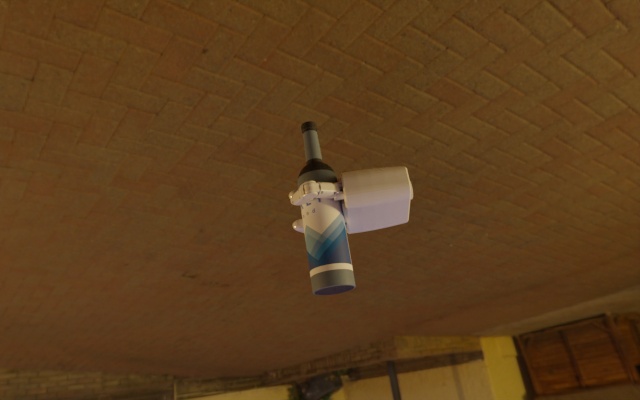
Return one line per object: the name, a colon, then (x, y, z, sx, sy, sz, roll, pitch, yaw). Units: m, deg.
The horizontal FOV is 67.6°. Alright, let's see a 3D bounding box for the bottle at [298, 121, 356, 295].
bottle: (0.000, 0.003, 0.784, 0.069, 0.295, 0.069, -8, -22, -3)
